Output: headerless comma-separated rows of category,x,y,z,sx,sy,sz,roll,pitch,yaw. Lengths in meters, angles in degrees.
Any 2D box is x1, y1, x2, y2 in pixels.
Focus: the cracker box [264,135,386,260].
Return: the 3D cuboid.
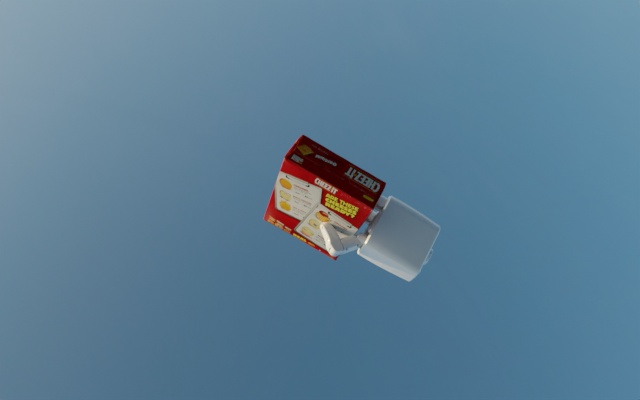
cracker box,0.000,0.003,0.847,0.164,0.072,0.214,30,-34,2
